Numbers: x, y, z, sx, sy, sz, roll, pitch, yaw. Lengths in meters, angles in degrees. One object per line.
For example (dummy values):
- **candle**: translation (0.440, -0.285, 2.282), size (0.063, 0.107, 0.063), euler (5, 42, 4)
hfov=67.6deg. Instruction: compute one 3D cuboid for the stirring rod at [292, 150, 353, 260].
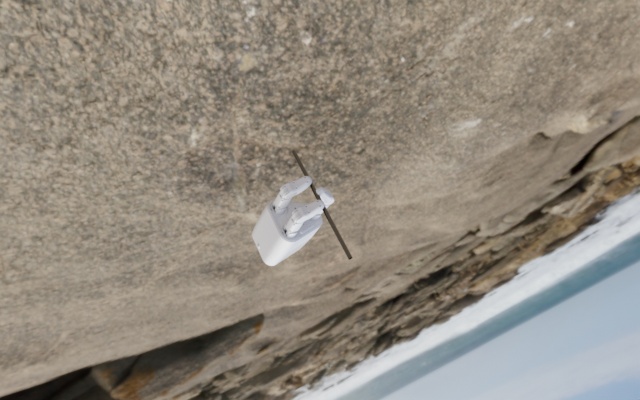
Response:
- **stirring rod**: translation (0.000, 0.003, 0.872), size (0.011, 0.239, 0.011), euler (-23, -24, -11)
